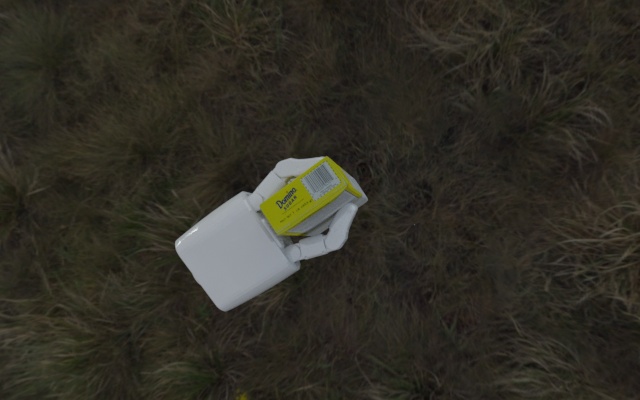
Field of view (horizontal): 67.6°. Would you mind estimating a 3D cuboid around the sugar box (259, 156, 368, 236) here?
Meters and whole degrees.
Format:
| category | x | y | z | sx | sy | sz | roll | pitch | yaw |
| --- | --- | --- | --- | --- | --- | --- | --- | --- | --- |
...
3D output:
| category | x | y | z | sx | sy | sz | roll | pitch | yaw |
| --- | --- | --- | --- | --- | --- | --- | --- | --- | --- |
| sugar box | 0.000 | 0.002 | 0.578 | 0.093 | 0.048 | 0.176 | -35 | -9 | 7 |
